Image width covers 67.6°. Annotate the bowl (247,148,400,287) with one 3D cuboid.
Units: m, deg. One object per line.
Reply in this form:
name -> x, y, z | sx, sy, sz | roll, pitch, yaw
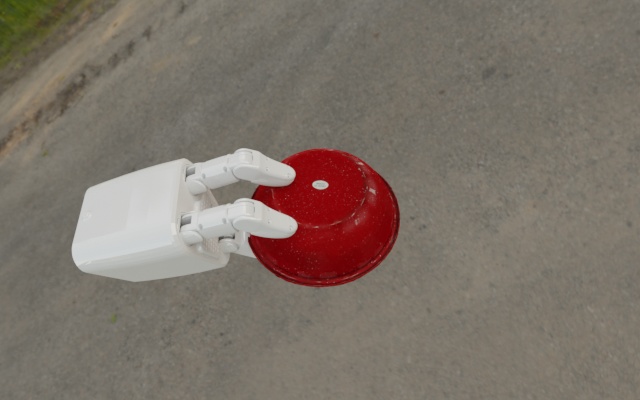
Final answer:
bowl -> 0.001, 0.001, 0.476 | 0.162, 0.162, 0.055 | 0, -34, 4
